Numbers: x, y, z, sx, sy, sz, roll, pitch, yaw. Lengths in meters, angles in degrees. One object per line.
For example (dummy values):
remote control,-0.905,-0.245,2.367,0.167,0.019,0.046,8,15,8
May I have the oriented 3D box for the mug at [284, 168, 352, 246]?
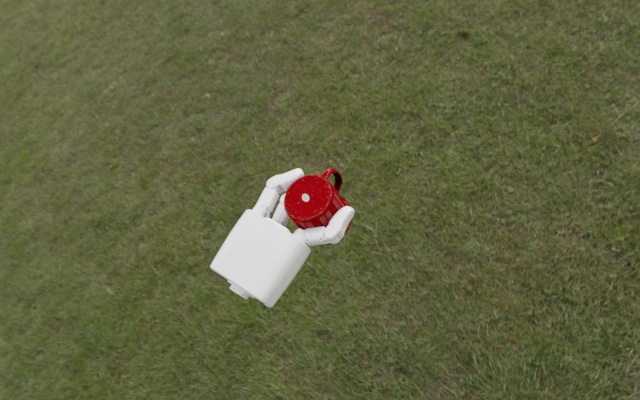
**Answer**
mug,0.001,0.001,0.748,0.093,0.117,0.081,22,-17,31
